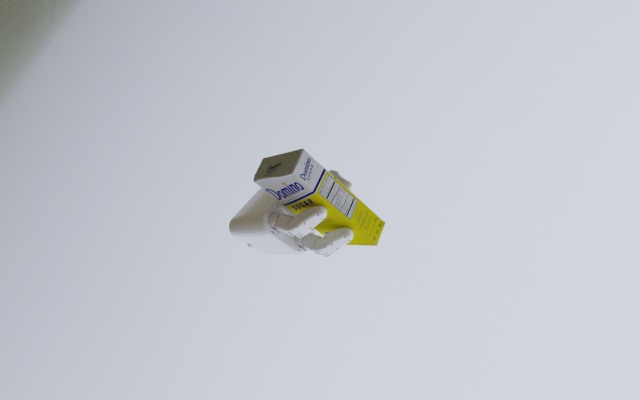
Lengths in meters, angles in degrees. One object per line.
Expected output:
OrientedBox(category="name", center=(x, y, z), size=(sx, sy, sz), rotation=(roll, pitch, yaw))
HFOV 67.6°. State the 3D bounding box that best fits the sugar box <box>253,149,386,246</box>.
OrientedBox(category="sugar box", center=(0.000, 0.003, 0.659), size=(0.176, 0.048, 0.093), rotation=(37, -26, -31))
